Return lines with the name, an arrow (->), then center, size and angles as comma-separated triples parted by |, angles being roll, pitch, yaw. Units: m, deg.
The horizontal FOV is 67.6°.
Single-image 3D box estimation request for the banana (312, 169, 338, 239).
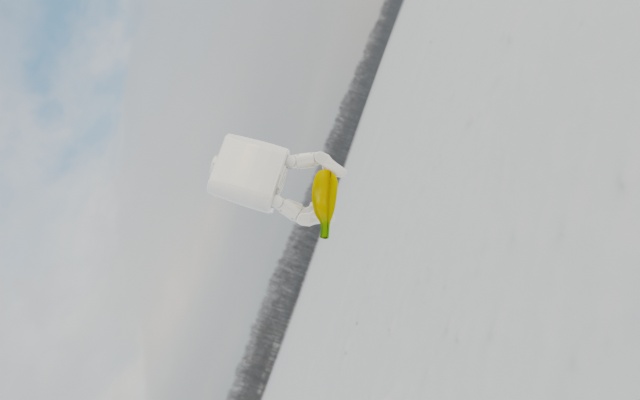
banana -> 0.004, -0.013, 0.735 | 0.037, 0.070, 0.197 | 13, 21, -3
